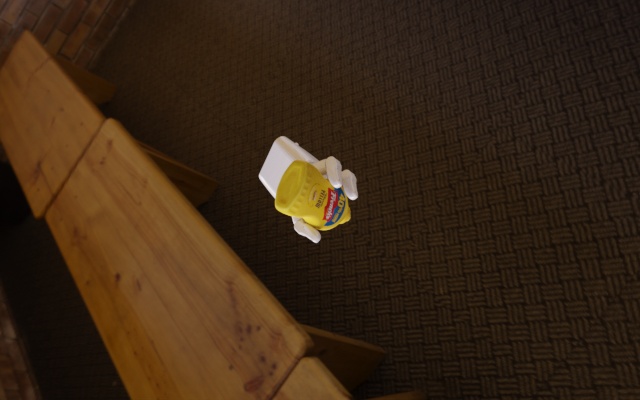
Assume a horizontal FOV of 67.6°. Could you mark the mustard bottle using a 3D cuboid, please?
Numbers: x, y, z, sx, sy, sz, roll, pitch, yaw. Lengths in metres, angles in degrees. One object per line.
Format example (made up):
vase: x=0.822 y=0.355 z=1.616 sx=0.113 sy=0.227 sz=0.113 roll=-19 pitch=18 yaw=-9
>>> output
mustard bottle: x=0.000 y=0.003 z=0.884 sx=0.058 sy=0.096 sz=0.192 roll=14 pitch=-10 yaw=38
